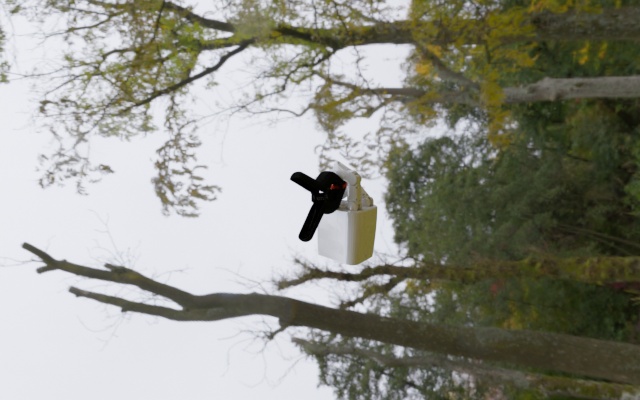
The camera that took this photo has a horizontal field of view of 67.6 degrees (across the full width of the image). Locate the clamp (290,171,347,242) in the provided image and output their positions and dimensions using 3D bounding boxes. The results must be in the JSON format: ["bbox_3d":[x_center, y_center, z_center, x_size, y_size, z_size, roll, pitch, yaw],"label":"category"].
[{"bbox_3d":[0.000,0.003,0.850,0.039,0.120,0.171,8,11,30],"label":"clamp"}]
